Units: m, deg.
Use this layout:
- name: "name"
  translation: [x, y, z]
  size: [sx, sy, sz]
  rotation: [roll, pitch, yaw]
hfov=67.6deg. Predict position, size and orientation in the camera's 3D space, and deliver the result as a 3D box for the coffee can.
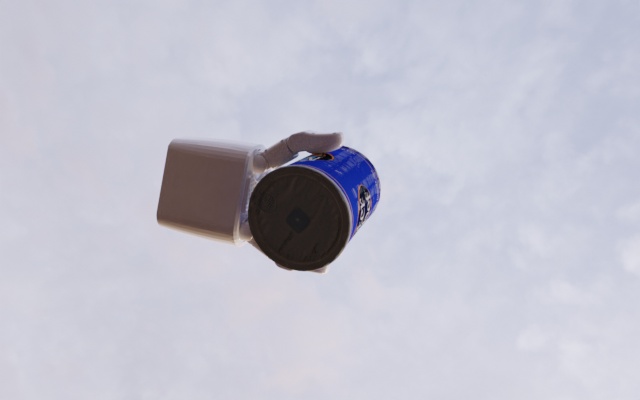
- name: "coffee can"
  translation: [0.000, 0.002, 0.506]
  size: [0.103, 0.103, 0.140]
  rotation: [0, 14, 19]
